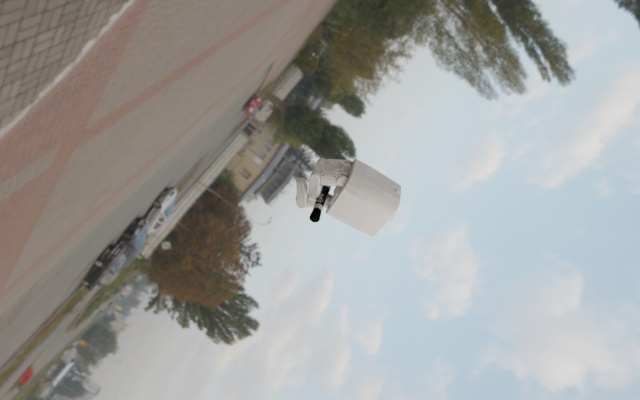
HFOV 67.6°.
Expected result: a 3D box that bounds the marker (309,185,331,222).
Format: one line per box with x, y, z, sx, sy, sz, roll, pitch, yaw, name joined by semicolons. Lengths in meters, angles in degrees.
0.000;0.003;0.877;0.020;0.020;0.121;0;30;13;marker
